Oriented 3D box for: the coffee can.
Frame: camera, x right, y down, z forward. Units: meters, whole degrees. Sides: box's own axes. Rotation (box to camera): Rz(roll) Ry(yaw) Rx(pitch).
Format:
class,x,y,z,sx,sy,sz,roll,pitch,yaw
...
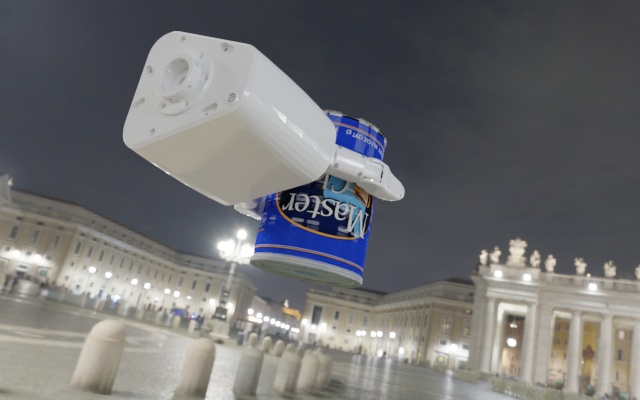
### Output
class,x,y,z,sx,sy,sz,roll,pitch,yaw
coffee can,0.000,0.002,0.447,0.103,0.140,0.103,11,-16,3
